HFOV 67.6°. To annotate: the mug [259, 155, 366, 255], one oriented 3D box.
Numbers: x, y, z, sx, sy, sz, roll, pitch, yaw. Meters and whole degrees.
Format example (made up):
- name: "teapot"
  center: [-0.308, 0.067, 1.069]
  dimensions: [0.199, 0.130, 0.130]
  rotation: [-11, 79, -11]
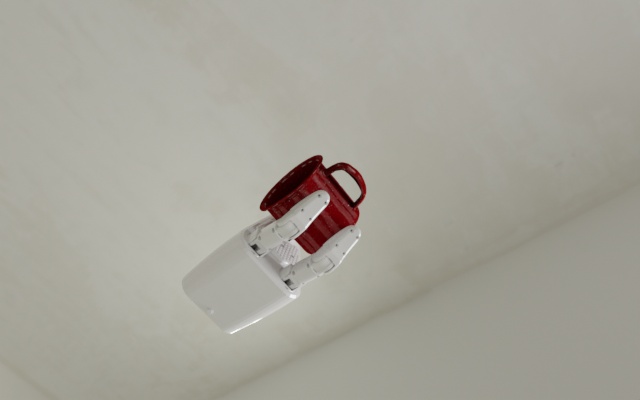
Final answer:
- name: "mug"
  center: [0.001, 0.001, 0.545]
  dimensions: [0.117, 0.081, 0.093]
  rotation: [-34, 18, 23]
